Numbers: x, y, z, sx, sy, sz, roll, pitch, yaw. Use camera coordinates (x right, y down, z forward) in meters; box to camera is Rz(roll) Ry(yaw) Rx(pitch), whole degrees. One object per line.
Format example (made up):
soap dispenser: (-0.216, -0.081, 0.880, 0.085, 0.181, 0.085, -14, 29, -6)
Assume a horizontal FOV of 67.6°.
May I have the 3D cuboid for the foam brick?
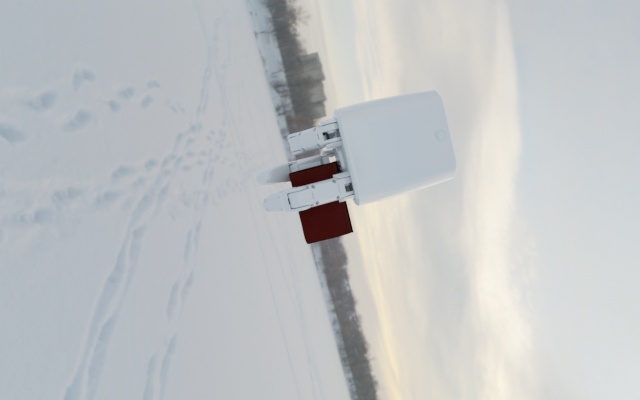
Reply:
foam brick: (0.000, 0.002, 0.509, 0.051, 0.078, 0.053, -14, 4, -4)
